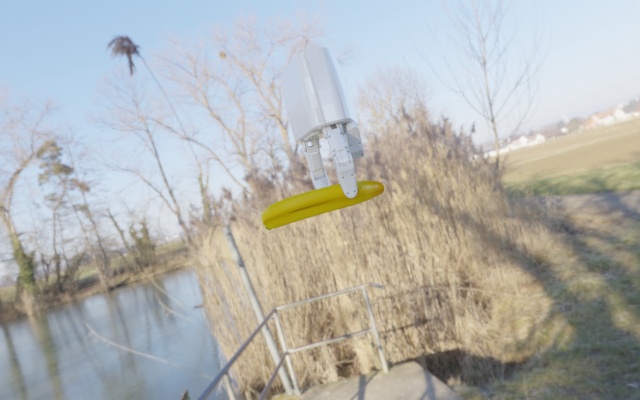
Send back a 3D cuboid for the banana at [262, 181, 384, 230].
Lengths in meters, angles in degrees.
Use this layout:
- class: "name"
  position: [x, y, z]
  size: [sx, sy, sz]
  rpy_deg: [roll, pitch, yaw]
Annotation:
- class: "banana"
  position: [-0.009, 0.004, 0.679]
  size: [0.198, 0.037, 0.069]
  rpy_deg: [-17, -2, 20]
